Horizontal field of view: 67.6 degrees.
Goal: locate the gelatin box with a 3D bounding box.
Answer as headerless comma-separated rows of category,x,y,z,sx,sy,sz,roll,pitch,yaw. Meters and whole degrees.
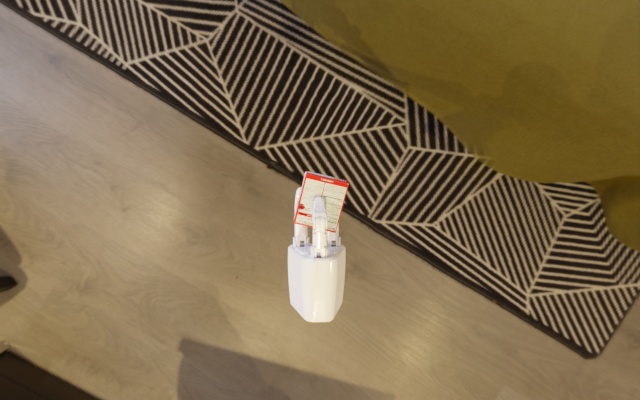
gelatin box,0.000,0.002,0.793,0.073,0.089,0.030,13,12,-5
